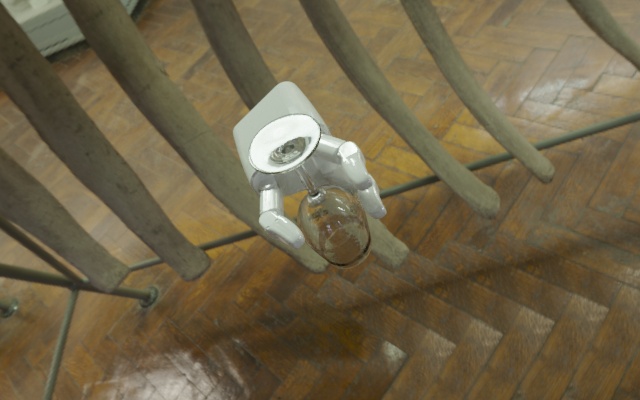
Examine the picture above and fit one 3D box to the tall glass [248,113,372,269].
[{"bbox_3d":[0.000,0.001,0.519,0.079,0.079,0.201,0,-35,25],"label":"tall glass"}]
